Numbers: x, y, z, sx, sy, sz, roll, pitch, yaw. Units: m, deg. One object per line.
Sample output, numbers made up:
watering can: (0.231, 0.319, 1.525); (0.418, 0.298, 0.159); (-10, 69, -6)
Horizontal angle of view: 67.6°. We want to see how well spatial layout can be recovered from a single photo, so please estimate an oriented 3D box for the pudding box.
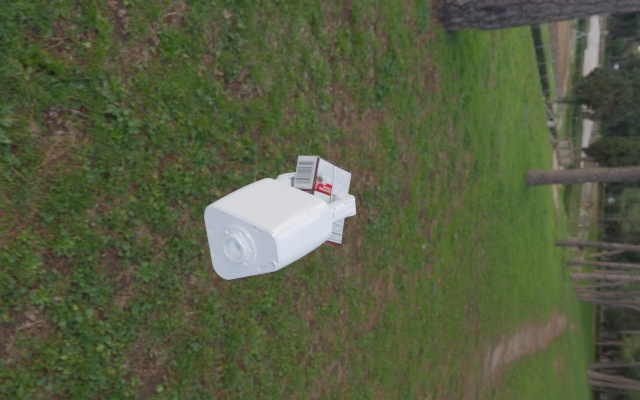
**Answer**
pudding box: (0.000, 0.002, 0.666); (0.039, 0.113, 0.090); (5, -9, 34)
